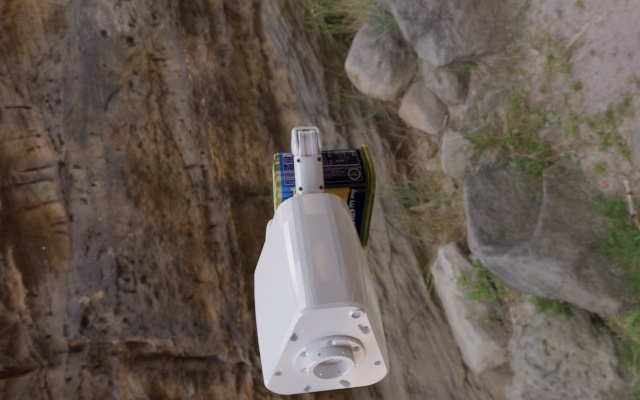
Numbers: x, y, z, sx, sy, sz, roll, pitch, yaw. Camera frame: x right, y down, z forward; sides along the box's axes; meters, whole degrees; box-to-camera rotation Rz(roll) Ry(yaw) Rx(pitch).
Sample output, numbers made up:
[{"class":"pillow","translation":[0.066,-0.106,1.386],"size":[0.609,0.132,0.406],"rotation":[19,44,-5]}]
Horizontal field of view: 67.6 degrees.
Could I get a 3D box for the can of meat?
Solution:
[{"class":"can of meat","translation":[0.000,0.001,0.437],"size":[0.084,0.102,0.057],"rotation":[-4,44,-7]}]
